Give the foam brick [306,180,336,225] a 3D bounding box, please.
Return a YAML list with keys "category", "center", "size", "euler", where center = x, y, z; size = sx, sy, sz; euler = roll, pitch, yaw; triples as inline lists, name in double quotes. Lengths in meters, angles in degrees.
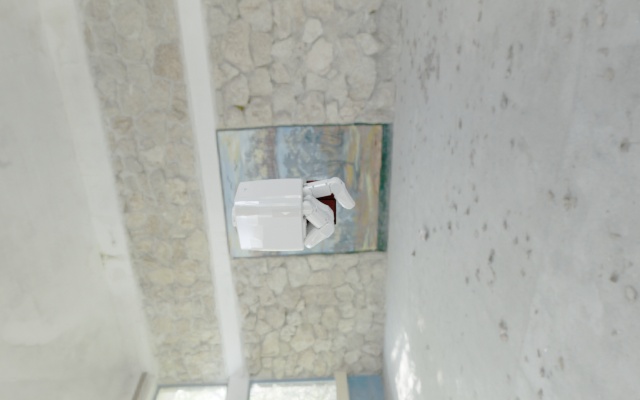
- category: "foam brick"
  center: [0.000, 0.003, 0.836]
  size: [0.051, 0.053, 0.078]
  euler: [-1, 26, -1]
